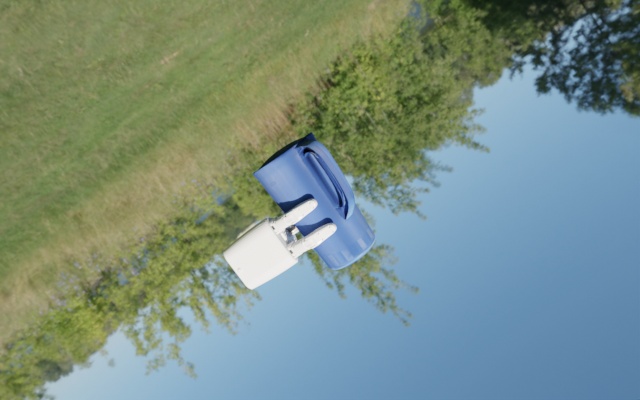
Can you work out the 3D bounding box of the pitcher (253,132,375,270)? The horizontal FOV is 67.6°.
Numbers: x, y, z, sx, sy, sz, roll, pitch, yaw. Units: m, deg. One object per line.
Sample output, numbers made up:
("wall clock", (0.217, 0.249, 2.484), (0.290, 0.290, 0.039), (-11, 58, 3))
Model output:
("pitcher", (0.000, 0.003, 0.880), (0.145, 0.243, 0.149), (-34, 8, 10))
